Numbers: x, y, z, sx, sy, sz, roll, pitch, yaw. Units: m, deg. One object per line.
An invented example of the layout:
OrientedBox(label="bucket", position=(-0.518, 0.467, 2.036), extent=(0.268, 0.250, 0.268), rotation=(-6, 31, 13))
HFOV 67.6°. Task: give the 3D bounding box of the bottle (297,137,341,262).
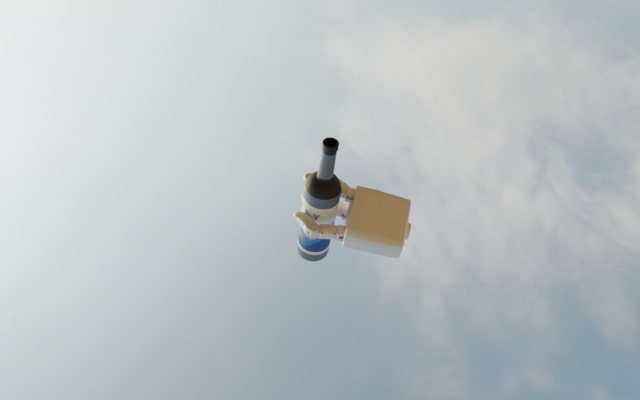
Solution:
OrientedBox(label="bottle", position=(0.000, 0.003, 0.876), extent=(0.069, 0.069, 0.296), rotation=(0, -41, -9))
